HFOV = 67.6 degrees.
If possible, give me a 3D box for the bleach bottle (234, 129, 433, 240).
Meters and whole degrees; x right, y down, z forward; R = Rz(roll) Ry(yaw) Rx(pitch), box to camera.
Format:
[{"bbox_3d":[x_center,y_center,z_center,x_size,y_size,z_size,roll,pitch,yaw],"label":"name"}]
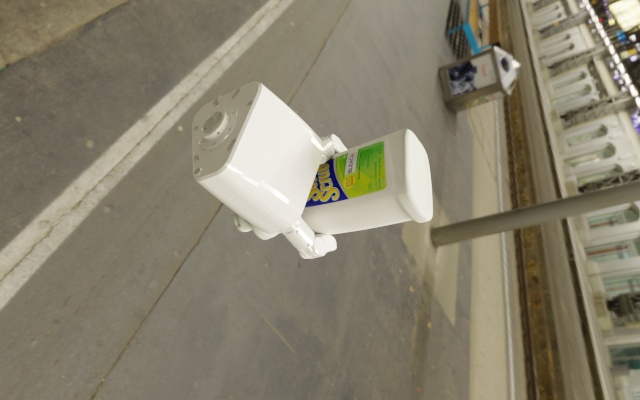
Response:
[{"bbox_3d":[0.000,0.002,0.559,0.251,0.102,0.068,-17,-39,29],"label":"bleach bottle"}]
